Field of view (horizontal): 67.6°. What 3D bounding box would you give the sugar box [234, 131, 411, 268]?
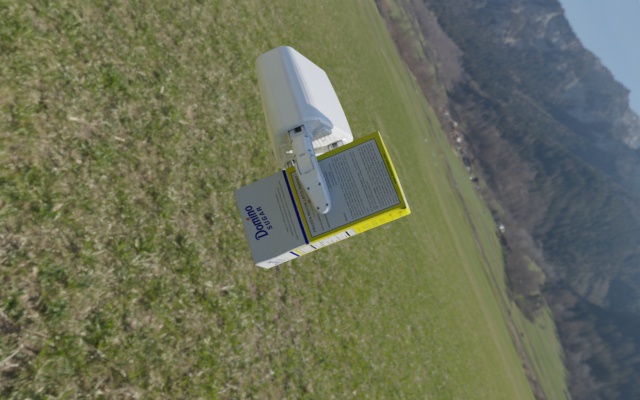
[{"bbox_3d":[0.000,0.002,0.530,0.176,0.093,0.048,-22,-19,11],"label":"sugar box"}]
